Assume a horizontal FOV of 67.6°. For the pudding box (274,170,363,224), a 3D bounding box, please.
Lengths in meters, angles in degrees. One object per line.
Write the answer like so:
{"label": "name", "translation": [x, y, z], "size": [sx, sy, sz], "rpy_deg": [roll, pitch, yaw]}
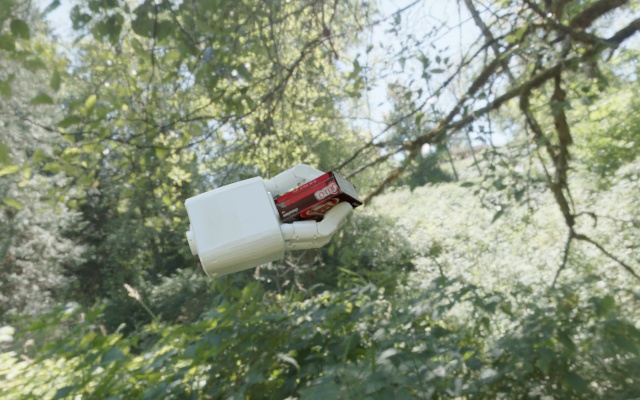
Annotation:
{"label": "pudding box", "translation": [0.000, 0.002, 0.656], "size": [0.090, 0.039, 0.113], "rpy_deg": [-25, -13, 15]}
